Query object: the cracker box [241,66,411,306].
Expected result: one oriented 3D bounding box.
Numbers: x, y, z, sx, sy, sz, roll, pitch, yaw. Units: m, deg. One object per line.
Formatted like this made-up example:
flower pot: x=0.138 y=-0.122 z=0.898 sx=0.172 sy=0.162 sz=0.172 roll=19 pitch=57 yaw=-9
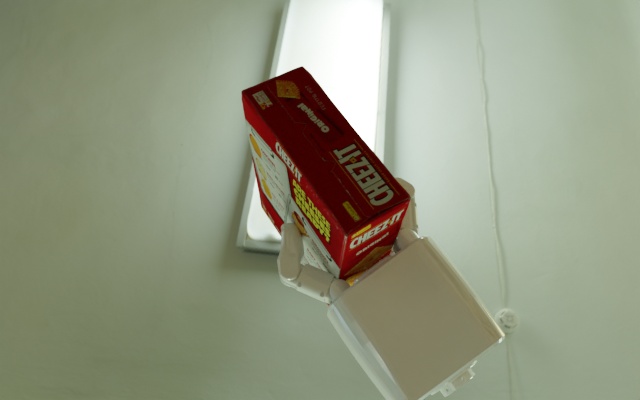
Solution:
cracker box: x=0.000 y=0.002 z=0.477 sx=0.072 sy=0.164 sz=0.214 roll=-29 pitch=-24 yaw=-17
